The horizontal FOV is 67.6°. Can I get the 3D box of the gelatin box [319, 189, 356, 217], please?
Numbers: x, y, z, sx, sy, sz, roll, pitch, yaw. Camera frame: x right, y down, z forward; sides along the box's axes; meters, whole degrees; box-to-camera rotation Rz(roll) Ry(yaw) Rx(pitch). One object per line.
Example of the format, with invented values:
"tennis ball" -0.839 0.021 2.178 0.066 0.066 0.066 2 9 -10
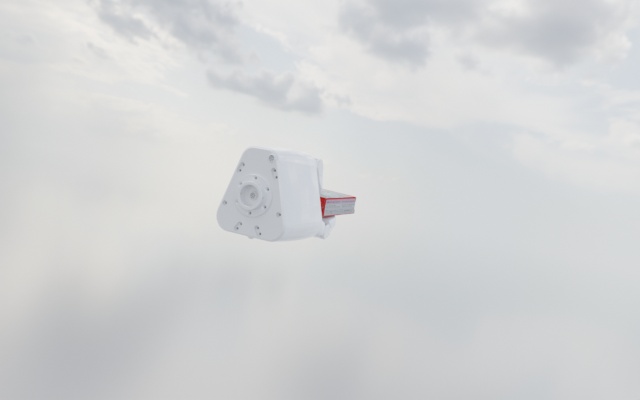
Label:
"gelatin box" 0.000 0.002 0.721 0.073 0.030 0.089 14 11 34
